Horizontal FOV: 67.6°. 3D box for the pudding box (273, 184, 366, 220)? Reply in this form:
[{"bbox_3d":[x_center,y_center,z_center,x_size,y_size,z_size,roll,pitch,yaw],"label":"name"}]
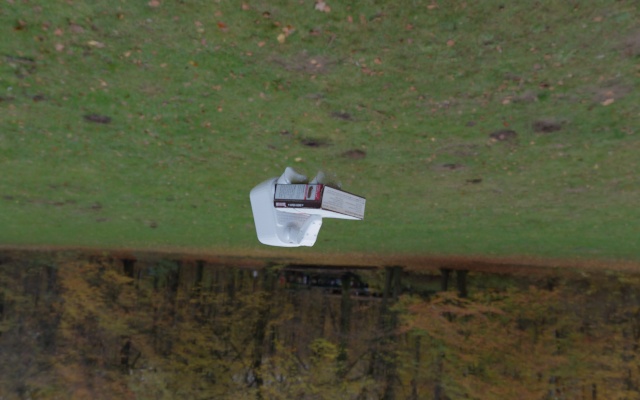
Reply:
[{"bbox_3d":[0.000,0.002,0.698,0.090,0.039,0.113,0,-7,36],"label":"pudding box"}]
